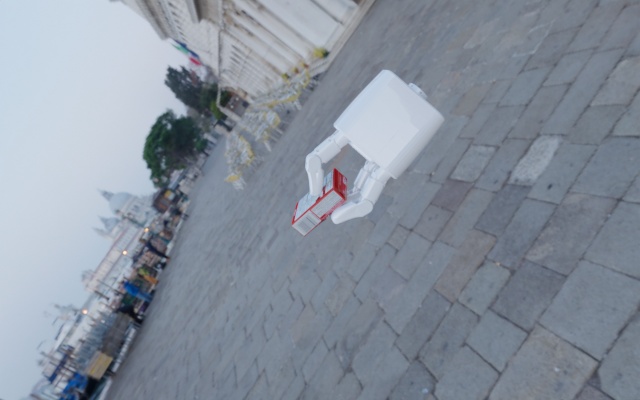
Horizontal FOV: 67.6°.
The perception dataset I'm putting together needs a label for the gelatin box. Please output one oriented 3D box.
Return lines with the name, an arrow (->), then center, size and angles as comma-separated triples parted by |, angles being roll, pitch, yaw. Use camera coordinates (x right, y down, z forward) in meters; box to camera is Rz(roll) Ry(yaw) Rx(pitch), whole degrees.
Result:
gelatin box -> 0.000, 0.002, 0.702 | 0.089, 0.030, 0.073 | -41, 17, 19
